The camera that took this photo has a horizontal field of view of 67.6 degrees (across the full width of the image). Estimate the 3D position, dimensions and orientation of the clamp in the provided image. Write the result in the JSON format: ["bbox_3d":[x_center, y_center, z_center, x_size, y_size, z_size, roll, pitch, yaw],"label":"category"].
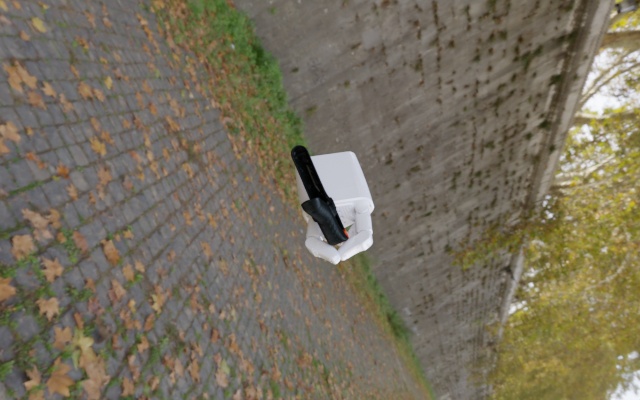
[{"bbox_3d":[0.001,0.002,0.689,0.039,0.120,0.172,-15,-34,9],"label":"clamp"}]
